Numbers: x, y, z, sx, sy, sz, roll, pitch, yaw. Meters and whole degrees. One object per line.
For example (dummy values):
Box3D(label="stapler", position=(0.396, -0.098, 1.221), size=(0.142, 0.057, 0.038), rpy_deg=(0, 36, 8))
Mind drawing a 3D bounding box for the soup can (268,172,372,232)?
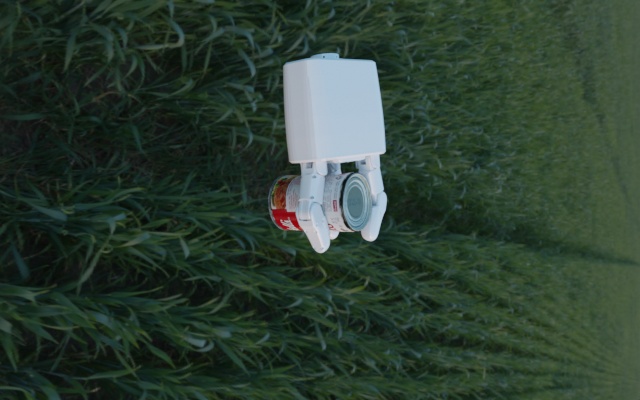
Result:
Box3D(label="soup can", position=(0.000, 0.002, 0.553), size=(0.102, 0.068, 0.068), rpy_deg=(-1, 0, 34))
